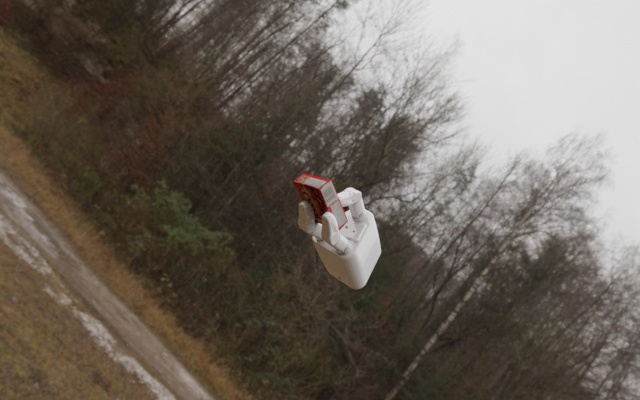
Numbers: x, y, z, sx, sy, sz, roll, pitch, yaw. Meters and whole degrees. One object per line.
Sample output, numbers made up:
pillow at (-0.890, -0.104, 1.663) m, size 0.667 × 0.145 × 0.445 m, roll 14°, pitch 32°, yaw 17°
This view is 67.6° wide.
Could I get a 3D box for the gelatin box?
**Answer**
gelatin box at (0.000, 0.002, 0.798) m, size 0.030 × 0.089 × 0.073 m, roll -39°, pitch 34°, yaw -25°
